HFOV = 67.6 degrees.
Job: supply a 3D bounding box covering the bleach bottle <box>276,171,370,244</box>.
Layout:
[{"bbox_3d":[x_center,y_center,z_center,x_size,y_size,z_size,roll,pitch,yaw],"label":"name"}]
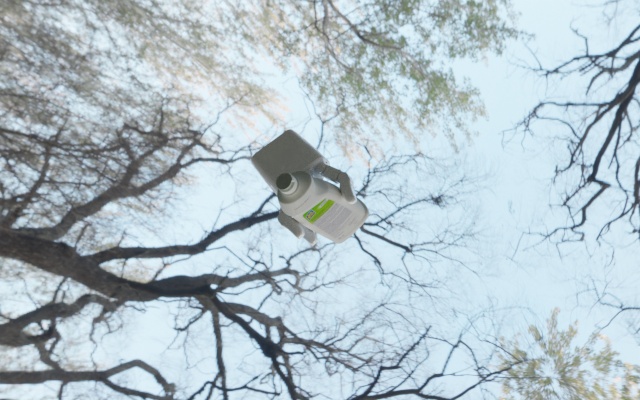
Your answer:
[{"bbox_3d":[0.000,0.003,0.849,0.068,0.102,0.251,45,4,31],"label":"bleach bottle"}]
